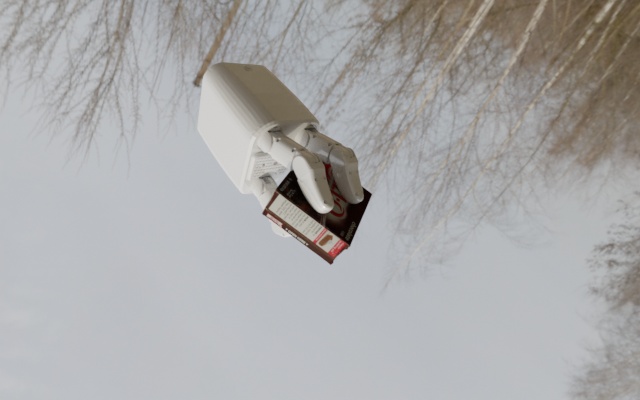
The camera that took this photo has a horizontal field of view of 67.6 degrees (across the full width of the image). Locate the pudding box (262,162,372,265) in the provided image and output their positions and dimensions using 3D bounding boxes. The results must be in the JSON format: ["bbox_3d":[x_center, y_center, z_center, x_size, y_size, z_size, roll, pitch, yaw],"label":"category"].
[{"bbox_3d":[0.000,0.002,0.501,0.090,0.039,0.113,36,35,-4],"label":"pudding box"}]
